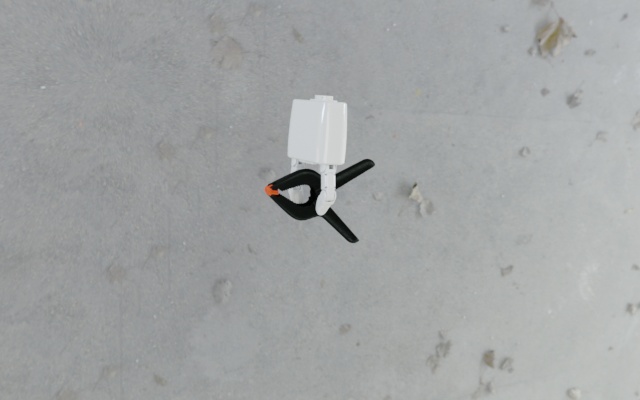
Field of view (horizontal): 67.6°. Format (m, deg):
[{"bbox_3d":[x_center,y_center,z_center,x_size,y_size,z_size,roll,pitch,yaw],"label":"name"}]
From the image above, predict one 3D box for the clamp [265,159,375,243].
[{"bbox_3d":[0.000,0.003,0.879,0.210,0.164,0.036,-1,12,-24],"label":"clamp"}]
